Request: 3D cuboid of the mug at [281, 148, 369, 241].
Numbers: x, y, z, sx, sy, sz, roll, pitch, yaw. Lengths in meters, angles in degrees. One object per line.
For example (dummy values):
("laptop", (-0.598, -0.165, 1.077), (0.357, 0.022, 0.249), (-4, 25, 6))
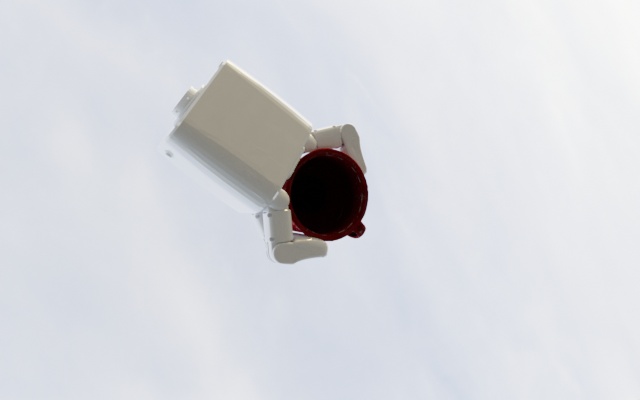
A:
("mug", (0.001, 0.002, 0.516), (0.117, 0.093, 0.081), (38, -16, -20))
